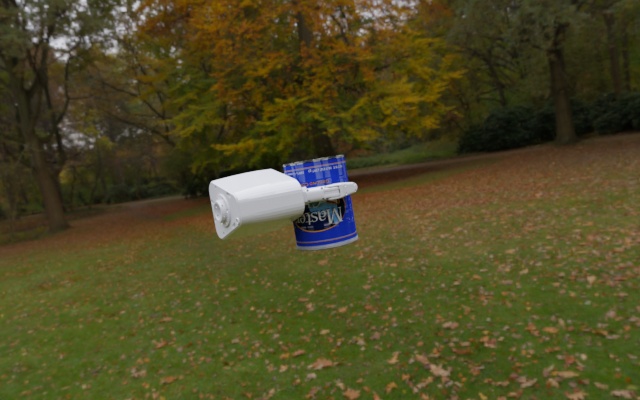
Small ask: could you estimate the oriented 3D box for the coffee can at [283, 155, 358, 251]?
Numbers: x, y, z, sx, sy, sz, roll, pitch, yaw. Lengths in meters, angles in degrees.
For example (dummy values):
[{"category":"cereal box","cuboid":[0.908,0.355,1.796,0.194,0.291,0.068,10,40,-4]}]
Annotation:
[{"category":"coffee can","cuboid":[0.000,0.003,0.781,0.103,0.140,0.103,-9,4,1]}]
